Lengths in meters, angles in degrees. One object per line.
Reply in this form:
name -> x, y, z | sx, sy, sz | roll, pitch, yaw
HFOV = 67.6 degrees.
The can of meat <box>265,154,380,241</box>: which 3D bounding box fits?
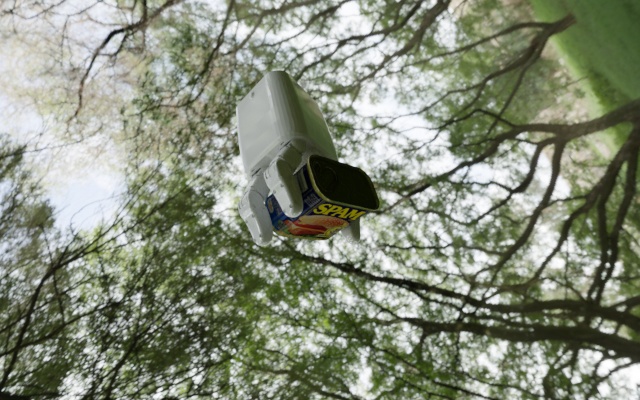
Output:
can of meat -> 0.000, 0.002, 0.532 | 0.102, 0.057, 0.084 | 12, -39, -44
